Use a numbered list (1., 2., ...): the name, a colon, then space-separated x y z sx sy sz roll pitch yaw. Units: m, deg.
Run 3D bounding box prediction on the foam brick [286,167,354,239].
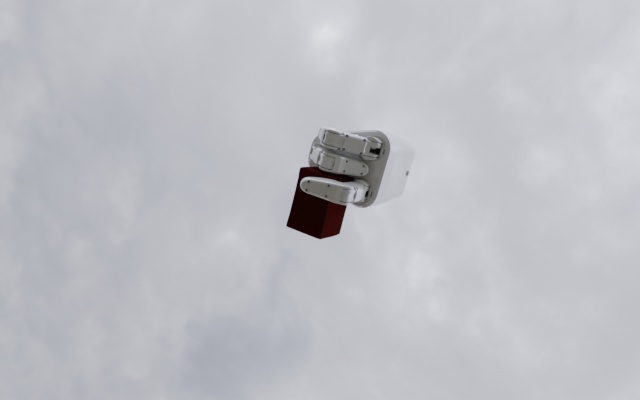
1. foam brick: 0.000 0.002 0.592 0.053 0.078 0.051 22 14 27
